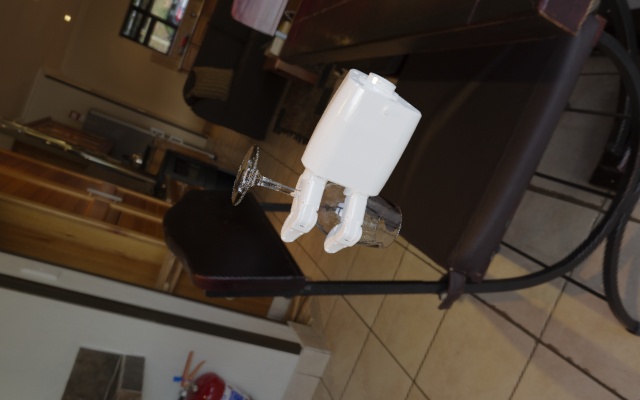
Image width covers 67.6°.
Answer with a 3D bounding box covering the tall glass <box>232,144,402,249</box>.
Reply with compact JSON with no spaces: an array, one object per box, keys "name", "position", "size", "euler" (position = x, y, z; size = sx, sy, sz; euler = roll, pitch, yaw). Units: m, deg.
[{"name":"tall glass","position":[-0.001,0.002,0.582],"size":[0.201,0.079,0.079],"euler":[20,-8,-21]}]
